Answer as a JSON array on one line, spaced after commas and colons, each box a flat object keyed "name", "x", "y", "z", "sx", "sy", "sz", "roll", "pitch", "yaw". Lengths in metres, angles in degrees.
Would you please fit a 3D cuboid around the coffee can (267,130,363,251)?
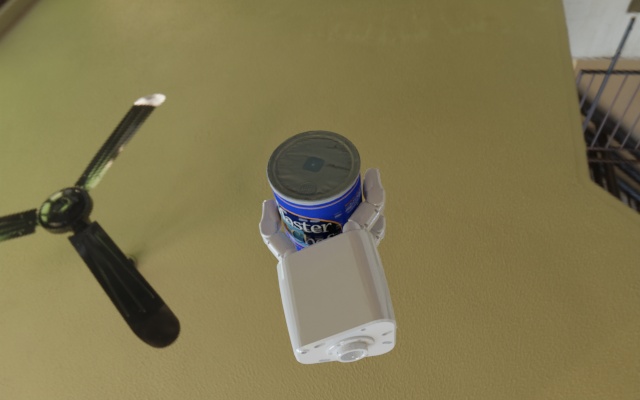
[{"name": "coffee can", "x": 0.000, "y": 0.002, "z": 0.571, "sx": 0.103, "sy": 0.102, "sz": 0.140, "roll": 0, "pitch": -37, "yaw": 8}]
